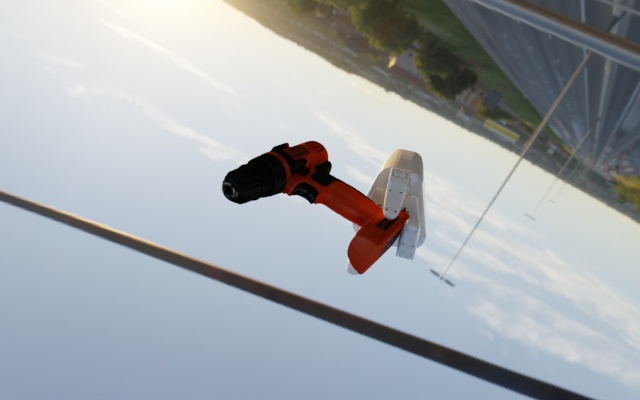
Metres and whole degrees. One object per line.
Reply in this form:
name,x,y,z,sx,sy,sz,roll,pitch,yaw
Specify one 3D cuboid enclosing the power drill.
power drill,0.001,0.002,0.567,0.187,0.057,0.184,39,36,16
